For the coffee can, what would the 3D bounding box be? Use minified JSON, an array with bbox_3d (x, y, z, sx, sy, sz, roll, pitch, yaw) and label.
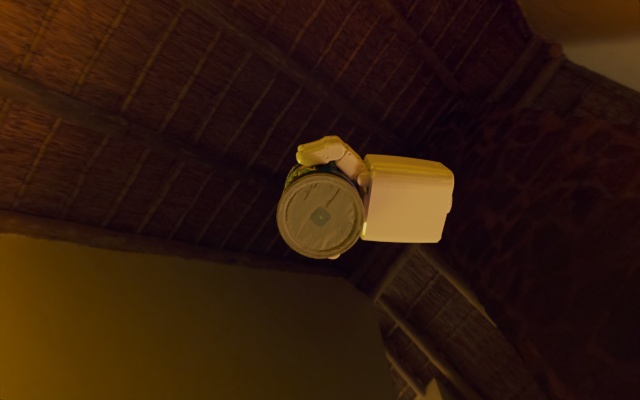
[{"bbox_3d":[0.000,0.002,0.621,0.103,0.103,0.140,0,15,0],"label":"coffee can"}]
